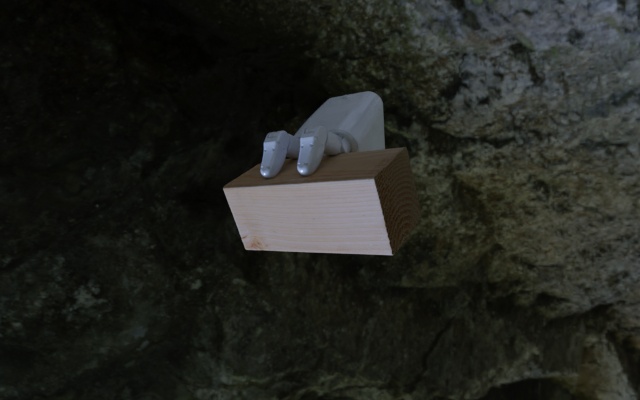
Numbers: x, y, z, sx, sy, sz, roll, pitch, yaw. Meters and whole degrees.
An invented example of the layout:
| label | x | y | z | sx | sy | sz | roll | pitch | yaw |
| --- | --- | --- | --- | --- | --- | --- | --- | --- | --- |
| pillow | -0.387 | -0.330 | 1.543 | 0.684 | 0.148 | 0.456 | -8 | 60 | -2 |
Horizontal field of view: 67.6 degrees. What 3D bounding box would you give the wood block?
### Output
| label | x | y | z | sx | sy | sz | roll | pitch | yaw |
| --- | --- | --- | --- | --- | --- | --- | --- | --- | --- |
| wood block | 0.000 | 0.002 | 0.564 | 0.206 | 0.091 | 0.090 | -2 | 25 | 35 |
